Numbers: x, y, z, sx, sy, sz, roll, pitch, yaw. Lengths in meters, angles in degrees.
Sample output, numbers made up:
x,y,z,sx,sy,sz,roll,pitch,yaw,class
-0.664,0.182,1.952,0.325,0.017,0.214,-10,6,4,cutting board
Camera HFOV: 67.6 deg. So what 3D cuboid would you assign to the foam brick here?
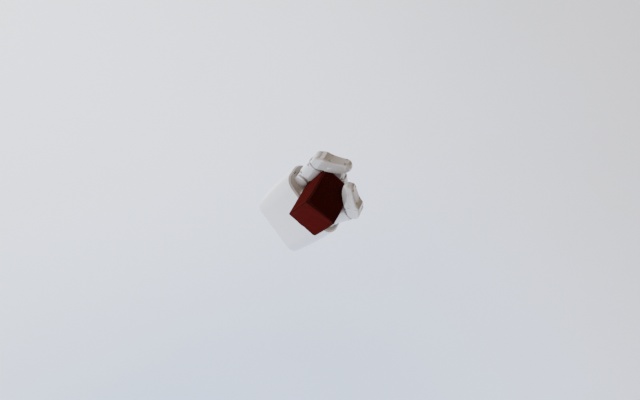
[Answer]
x,y,z,sx,sy,sz,roll,pitch,yaw,class
0.000,0.002,0.703,0.051,0.053,0.078,-35,19,45,foam brick
